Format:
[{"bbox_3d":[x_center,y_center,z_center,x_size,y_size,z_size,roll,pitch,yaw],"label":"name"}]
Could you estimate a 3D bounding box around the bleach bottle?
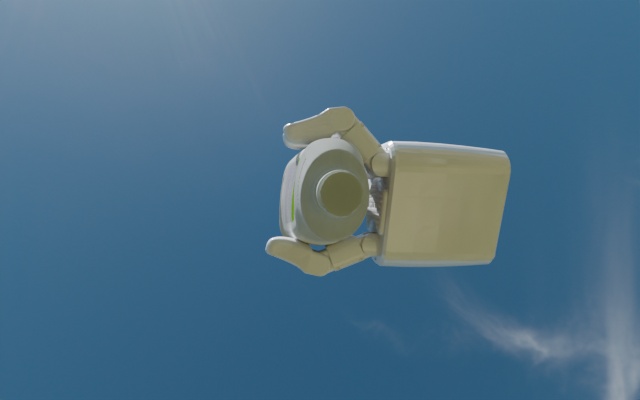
[{"bbox_3d":[0.000,0.001,0.430,0.068,0.102,0.251,3,1,-6],"label":"bleach bottle"}]
